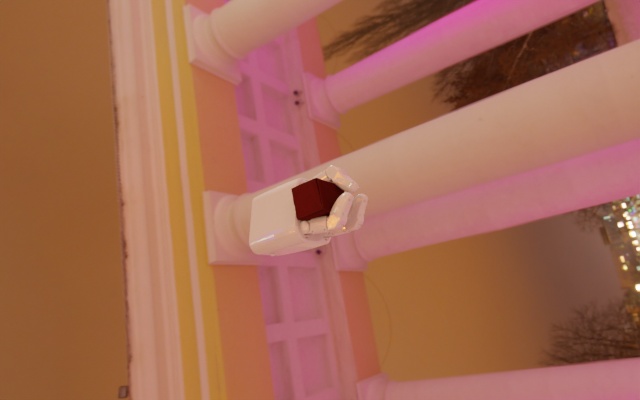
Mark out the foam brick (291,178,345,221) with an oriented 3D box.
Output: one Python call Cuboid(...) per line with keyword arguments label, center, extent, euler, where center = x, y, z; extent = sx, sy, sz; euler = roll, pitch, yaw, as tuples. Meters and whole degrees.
Cuboid(label="foam brick", center=(0.000, 0.002, 0.743), extent=(0.051, 0.053, 0.078), euler=(-20, -18, 30))
